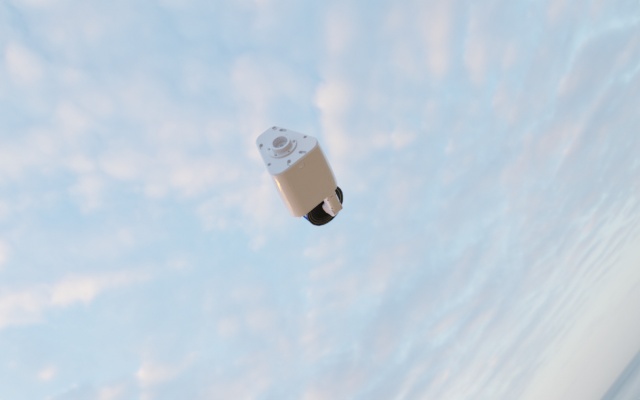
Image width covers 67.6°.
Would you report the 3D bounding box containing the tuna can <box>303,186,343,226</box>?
[{"bbox_3d":[0.000,0.003,0.894,0.086,0.086,0.033,0,26,-43],"label":"tuna can"}]
